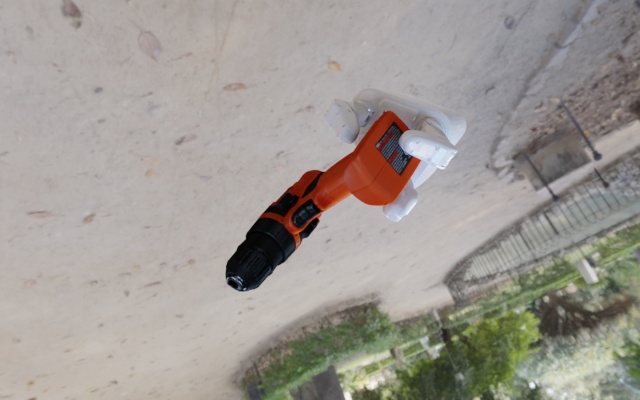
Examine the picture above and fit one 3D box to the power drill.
[{"bbox_3d":[0.001,0.001,0.465,0.188,0.057,0.184,-31,16,44],"label":"power drill"}]
